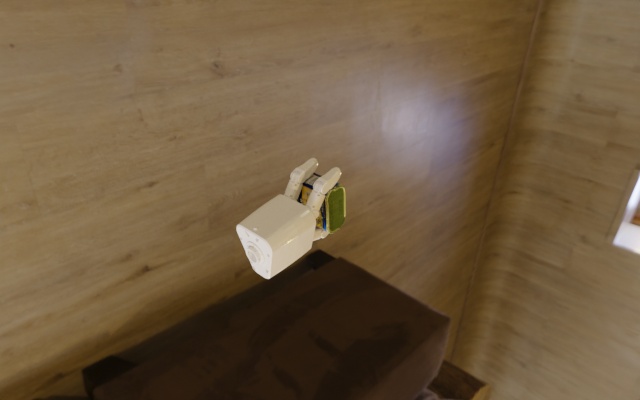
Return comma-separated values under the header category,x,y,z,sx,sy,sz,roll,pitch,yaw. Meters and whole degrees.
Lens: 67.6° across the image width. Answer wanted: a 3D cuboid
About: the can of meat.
category,x,y,z,sx,sy,sz,roll,pitch,yaw
can of meat,0.000,0.003,0.899,0.084,0.102,0.057,26,44,36
